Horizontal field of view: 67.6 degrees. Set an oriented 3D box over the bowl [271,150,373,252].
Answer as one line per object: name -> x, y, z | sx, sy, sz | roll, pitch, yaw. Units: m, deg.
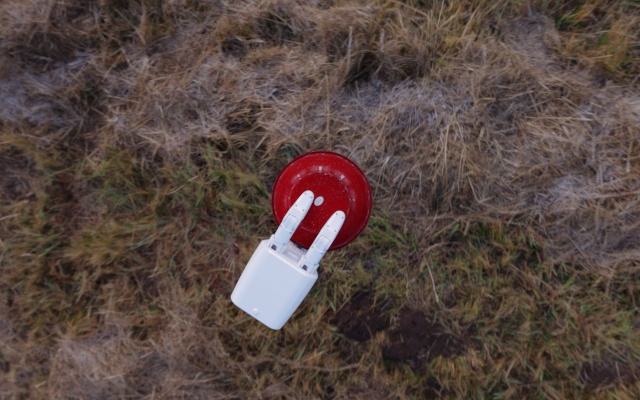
bowl -> 0.001, 0.001, 0.732 | 0.162, 0.162, 0.055 | 0, 2, 4
